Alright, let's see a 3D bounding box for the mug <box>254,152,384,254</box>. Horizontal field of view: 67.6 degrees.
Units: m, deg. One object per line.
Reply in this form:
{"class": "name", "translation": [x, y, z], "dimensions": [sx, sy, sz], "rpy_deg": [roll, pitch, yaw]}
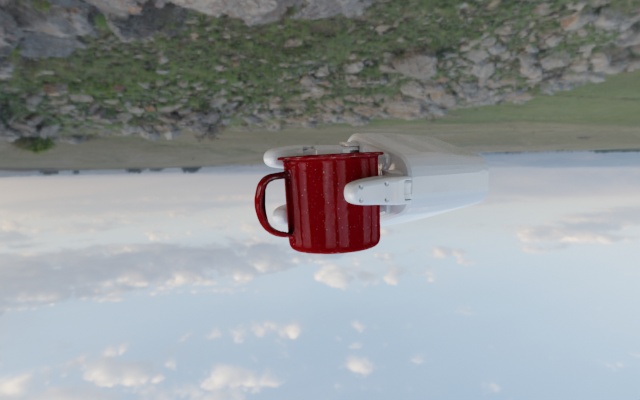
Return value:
{"class": "mug", "translation": [-0.001, 0.002, 0.414], "dimensions": [0.117, 0.081, 0.093], "rpy_deg": [-6, 5, -27]}
